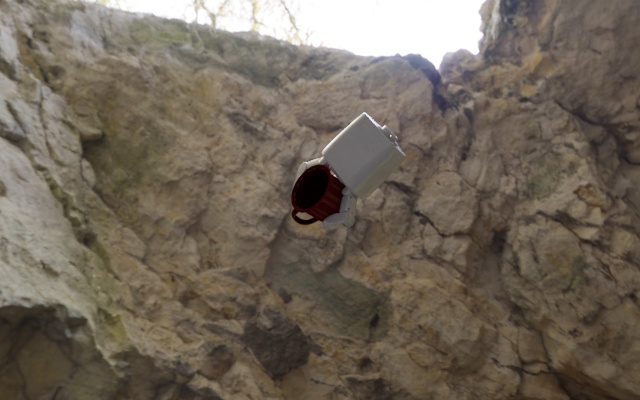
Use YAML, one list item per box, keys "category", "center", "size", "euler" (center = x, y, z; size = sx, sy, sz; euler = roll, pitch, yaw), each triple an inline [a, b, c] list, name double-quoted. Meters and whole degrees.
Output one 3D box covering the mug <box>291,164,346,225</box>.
- category: "mug"
  center: [-0.001, 0.004, 0.857]
  size: [0.081, 0.117, 0.093]
  euler: [32, 21, -40]
